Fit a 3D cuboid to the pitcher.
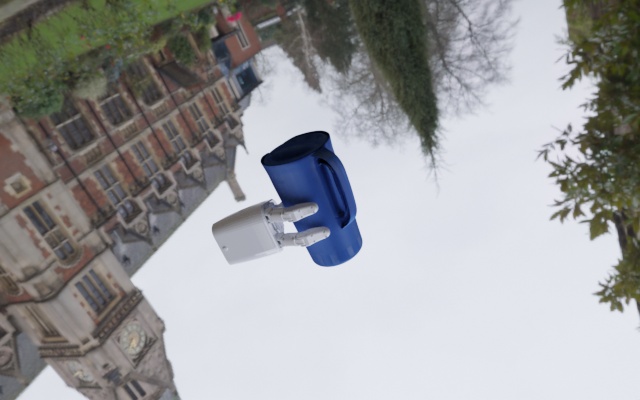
[{"bbox_3d":[0.000,0.003,0.888,0.145,0.243,0.149,-18,25,10],"label":"pitcher"}]
